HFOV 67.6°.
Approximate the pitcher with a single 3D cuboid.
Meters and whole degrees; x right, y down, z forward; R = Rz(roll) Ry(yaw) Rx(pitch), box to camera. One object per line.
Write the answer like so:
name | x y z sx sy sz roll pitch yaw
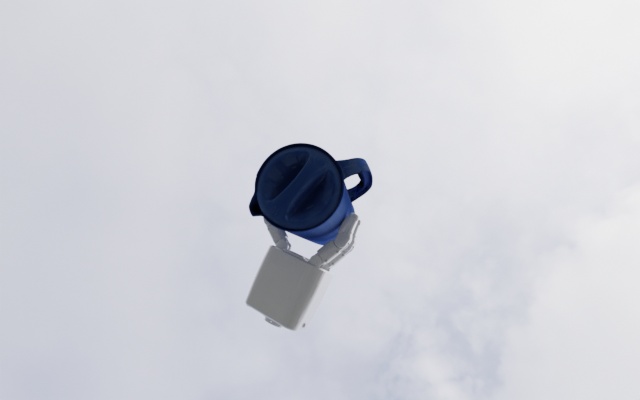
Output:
pitcher | 0.000 0.003 0.791 0.149 0.145 0.243 20 -8 16
